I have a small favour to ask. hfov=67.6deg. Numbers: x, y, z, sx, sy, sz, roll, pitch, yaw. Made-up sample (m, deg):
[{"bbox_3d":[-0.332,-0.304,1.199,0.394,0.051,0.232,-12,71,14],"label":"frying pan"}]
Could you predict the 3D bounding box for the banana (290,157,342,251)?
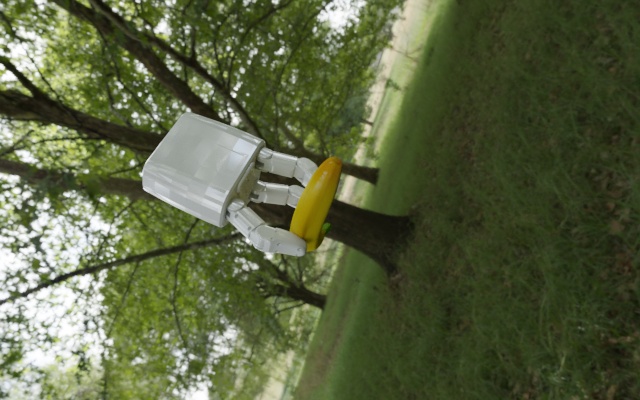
[{"bbox_3d":[-0.009,0.018,0.549,0.037,0.069,0.198,27,-22,7],"label":"banana"}]
